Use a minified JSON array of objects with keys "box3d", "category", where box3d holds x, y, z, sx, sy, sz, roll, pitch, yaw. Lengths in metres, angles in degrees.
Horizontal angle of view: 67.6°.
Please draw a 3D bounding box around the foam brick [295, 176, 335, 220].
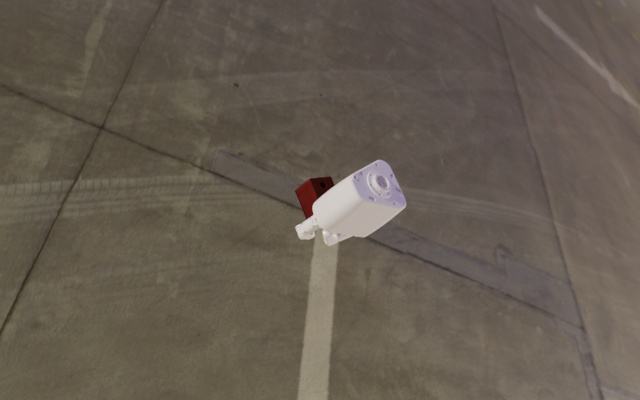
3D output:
[{"box3d":[0.000,0.003,0.849,0.053,0.078,0.051,-8,-22,-40],"category":"foam brick"}]
